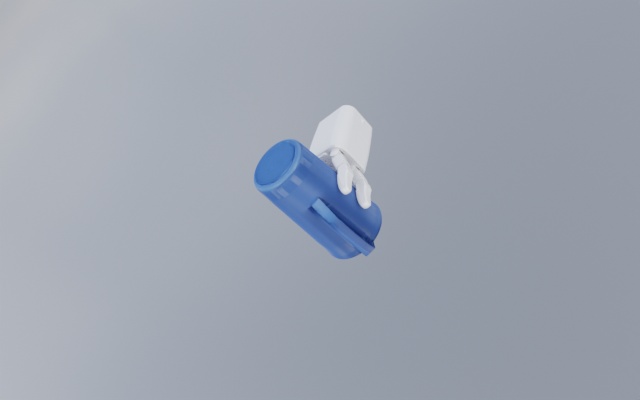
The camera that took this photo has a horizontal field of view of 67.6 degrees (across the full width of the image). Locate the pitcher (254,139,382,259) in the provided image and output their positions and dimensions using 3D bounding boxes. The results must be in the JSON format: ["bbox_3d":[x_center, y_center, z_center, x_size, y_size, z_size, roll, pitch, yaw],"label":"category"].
[{"bbox_3d":[0.000,0.003,0.866,0.149,0.145,0.243,-11,-38,40],"label":"pitcher"}]
